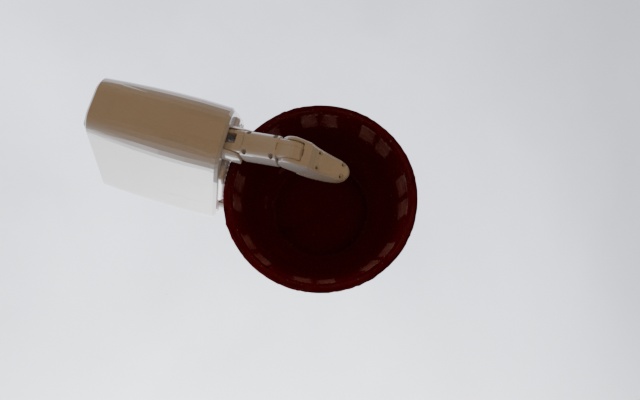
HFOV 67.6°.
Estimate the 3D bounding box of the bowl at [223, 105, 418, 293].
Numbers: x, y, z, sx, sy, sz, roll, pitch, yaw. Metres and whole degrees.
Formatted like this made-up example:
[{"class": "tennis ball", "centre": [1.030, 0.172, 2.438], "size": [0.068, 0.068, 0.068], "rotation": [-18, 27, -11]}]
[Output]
[{"class": "bowl", "centre": [0.001, 0.002, 0.418], "size": [0.162, 0.162, 0.055], "rotation": [0, -15, 1]}]
